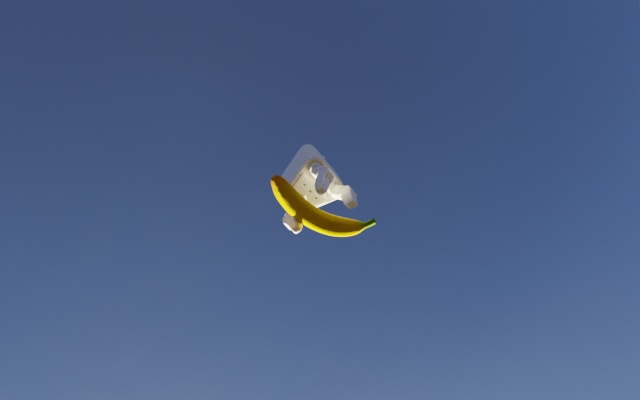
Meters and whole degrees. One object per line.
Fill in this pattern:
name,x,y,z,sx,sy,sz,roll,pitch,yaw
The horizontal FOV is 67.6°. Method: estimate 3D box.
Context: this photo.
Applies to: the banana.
banana,-0.006,0.019,0.819,0.198,0.070,0.037,23,23,-17
